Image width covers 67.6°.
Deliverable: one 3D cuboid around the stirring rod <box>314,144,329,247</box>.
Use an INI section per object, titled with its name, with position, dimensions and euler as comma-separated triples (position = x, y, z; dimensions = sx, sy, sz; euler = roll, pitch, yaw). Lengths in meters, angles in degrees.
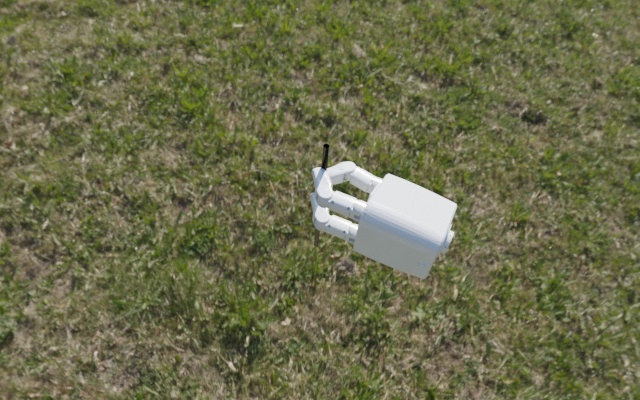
[stirring rod]
position = 0.000, 0.002, 0.713
dimensions = 0.011, 0.011, 0.240
euler = 0, -37, -4
